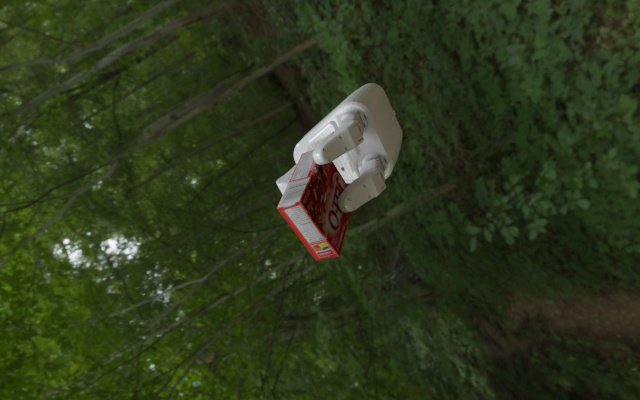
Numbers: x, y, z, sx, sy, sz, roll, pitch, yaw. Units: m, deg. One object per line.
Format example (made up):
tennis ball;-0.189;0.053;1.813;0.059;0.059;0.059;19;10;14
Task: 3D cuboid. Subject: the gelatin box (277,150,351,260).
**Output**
gelatin box;0.000;0.002;0.469;0.030;0.073;0.089;-15;34;30
